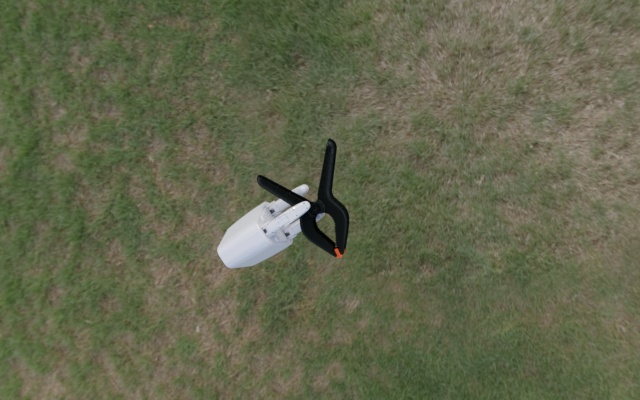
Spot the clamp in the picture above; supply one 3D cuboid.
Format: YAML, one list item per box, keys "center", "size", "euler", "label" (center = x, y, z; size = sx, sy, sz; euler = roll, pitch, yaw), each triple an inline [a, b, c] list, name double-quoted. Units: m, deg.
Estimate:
- center: [0.000, 0.004, 0.869]
  size: [0.164, 0.210, 0.036]
  euler: [-33, 1, 18]
  label: "clamp"
